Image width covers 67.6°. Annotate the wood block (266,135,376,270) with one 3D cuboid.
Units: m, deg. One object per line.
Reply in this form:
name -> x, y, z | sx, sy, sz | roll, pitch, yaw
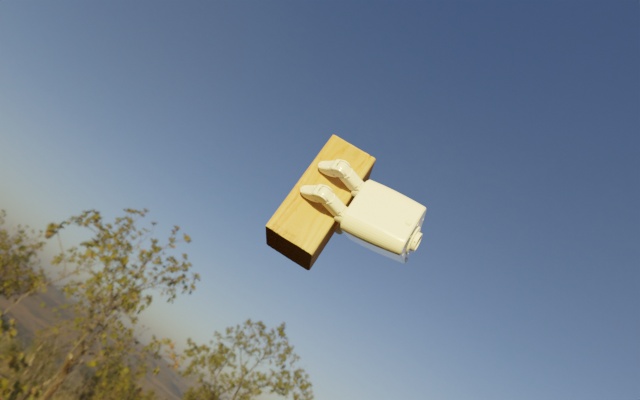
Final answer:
wood block -> 0.001, 0.003, 0.819 | 0.090, 0.206, 0.091 | 31, -24, 10
